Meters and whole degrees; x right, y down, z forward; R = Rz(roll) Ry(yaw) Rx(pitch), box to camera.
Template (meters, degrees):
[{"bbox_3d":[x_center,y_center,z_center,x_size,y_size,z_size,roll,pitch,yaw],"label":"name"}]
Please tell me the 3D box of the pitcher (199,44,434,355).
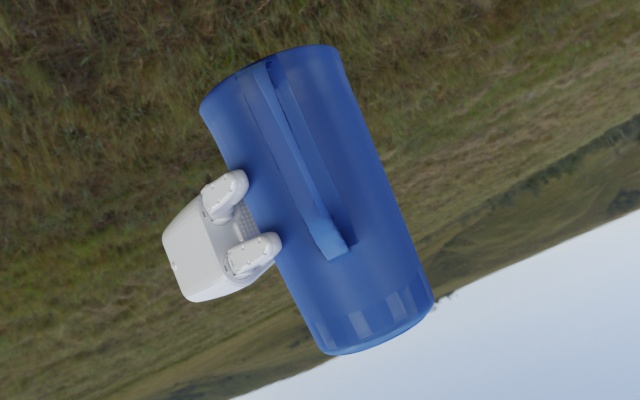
[{"bbox_3d":[0.000,0.001,0.407,0.149,0.243,0.145,-21,-6,-41],"label":"pitcher"}]
